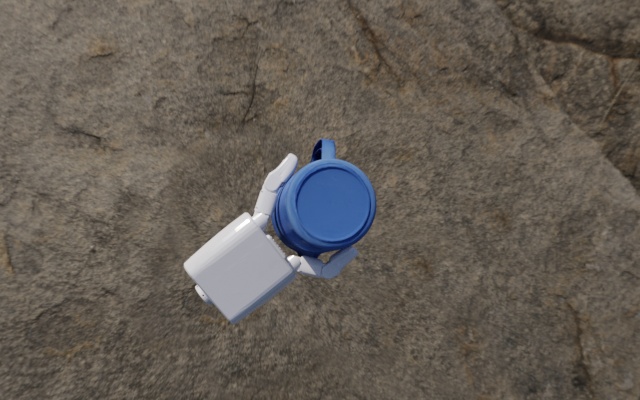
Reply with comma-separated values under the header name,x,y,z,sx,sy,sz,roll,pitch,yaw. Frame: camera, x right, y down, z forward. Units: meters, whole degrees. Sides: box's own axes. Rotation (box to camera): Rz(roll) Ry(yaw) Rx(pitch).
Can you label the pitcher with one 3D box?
name,x,y,z,sx,sy,sz,roll,pitch,yaw
pitcher,0.000,0.002,0.666,0.145,0.149,0.243,-37,1,-8
